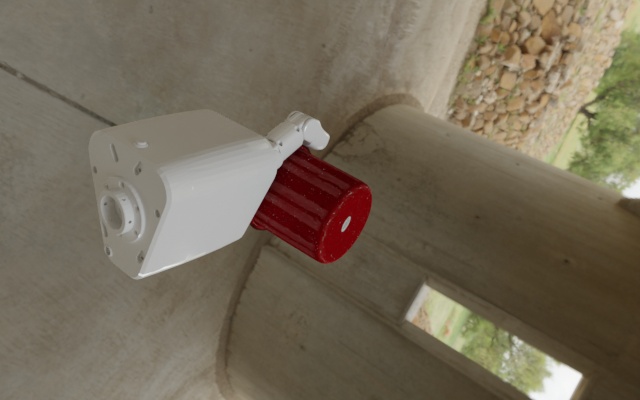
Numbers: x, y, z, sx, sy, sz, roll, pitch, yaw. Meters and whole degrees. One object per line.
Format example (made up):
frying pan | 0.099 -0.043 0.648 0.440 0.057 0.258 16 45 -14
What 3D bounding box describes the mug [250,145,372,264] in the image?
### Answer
mug | 0.001 0.001 0.447 0.081 0.093 0.117 30 32 26
